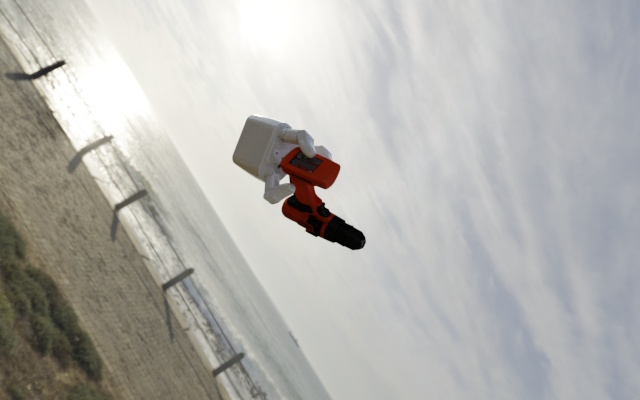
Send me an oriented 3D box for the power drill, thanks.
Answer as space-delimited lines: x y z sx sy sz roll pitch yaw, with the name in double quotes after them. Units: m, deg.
0.000 0.002 0.866 0.184 0.057 0.188 24 -34 22 "power drill"
